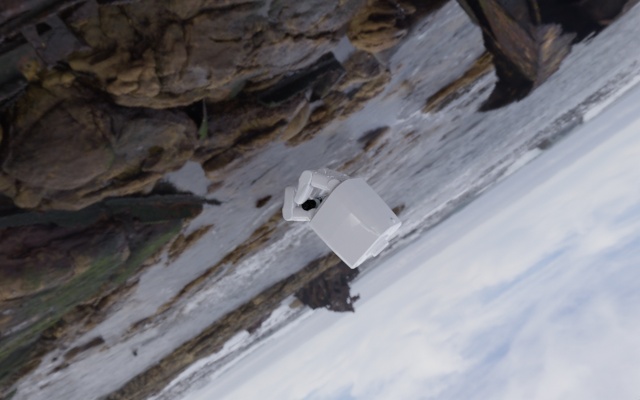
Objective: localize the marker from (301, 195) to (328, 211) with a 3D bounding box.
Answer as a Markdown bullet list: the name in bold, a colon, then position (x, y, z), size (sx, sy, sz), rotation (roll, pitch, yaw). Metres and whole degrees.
- **marker**: position (0.000, 0.003, 0.836), size (0.020, 0.020, 0.121), rotation (0, 5, 25)
